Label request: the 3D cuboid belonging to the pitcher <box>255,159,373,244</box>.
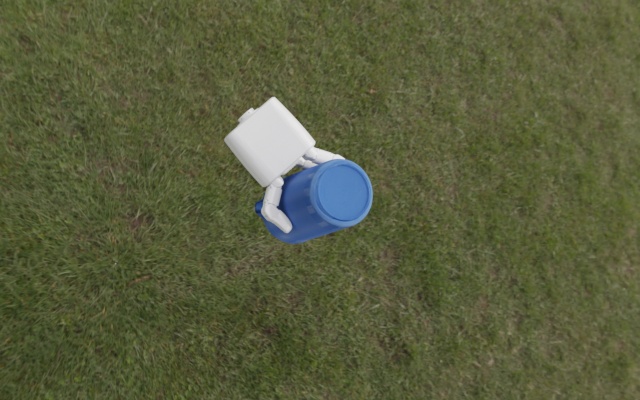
[{"bbox_3d":[0.000,0.003,0.841,0.149,0.145,0.243,-45,11,-22],"label":"pitcher"}]
